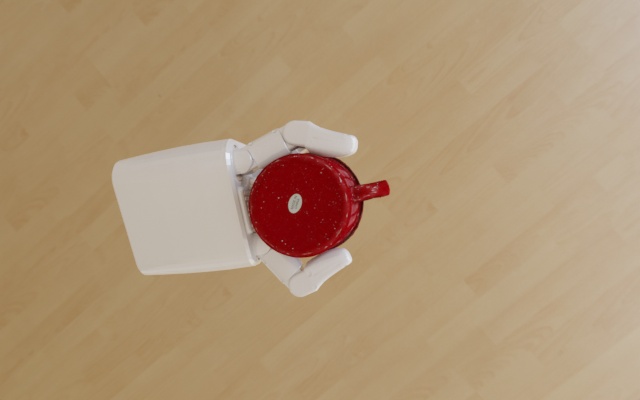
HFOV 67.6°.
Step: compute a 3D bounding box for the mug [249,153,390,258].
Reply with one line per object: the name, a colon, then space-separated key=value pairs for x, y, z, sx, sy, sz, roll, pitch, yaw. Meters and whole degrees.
mug: x=0.001 y=0.001 z=0.400 sx=0.117 sy=0.093 sz=0.081 roll=-9 pitch=0 yaw=8
